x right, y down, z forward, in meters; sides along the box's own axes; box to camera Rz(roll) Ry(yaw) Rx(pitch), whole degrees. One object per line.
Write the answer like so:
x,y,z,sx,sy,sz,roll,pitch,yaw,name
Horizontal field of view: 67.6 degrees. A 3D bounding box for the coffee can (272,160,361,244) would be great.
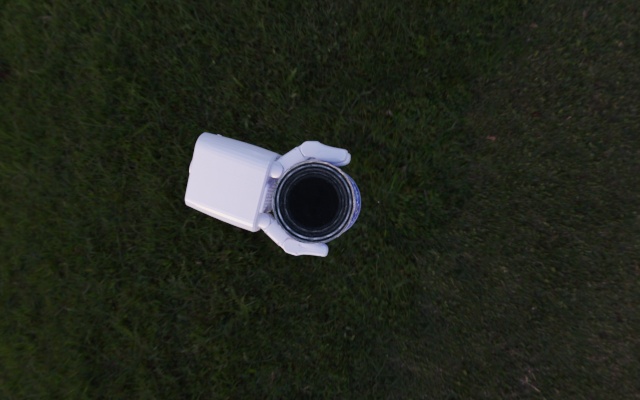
0.000,0.002,0.641,0.103,0.103,0.140,0,0,7,coffee can
